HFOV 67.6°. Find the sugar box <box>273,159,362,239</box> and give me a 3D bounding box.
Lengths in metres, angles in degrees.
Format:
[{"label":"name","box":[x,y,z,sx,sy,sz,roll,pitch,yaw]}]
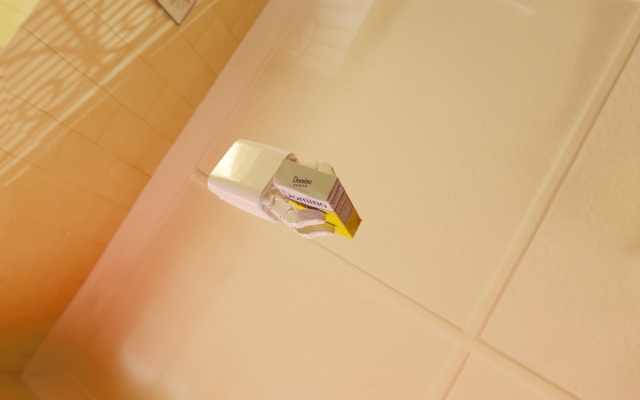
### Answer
[{"label":"sugar box","box":[0.000,0.003,0.736,0.093,0.048,0.176,20,-12,23]}]
